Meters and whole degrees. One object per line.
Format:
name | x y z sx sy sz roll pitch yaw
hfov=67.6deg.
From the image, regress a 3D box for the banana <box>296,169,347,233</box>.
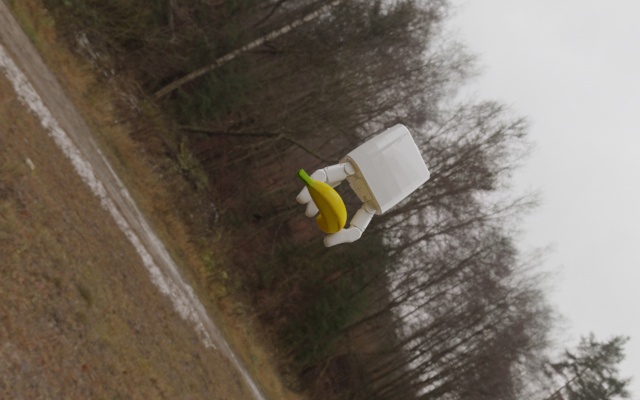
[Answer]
banana | 0.011 0.014 0.712 0.037 0.069 0.198 -36 -23 -9
